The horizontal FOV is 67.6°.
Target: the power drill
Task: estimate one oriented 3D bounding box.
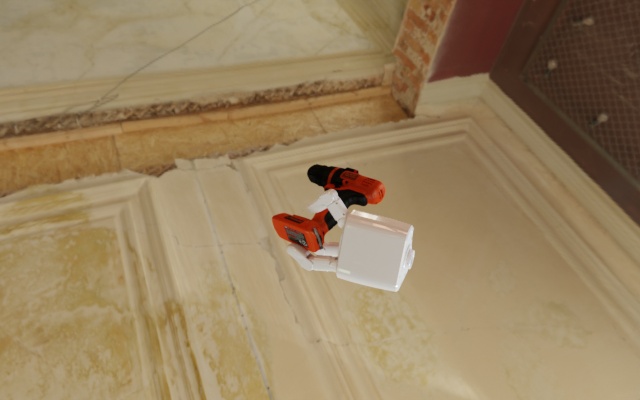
[{"bbox_3d":[0.000,0.003,0.889,0.184,0.057,0.187,18,50,42],"label":"power drill"}]
